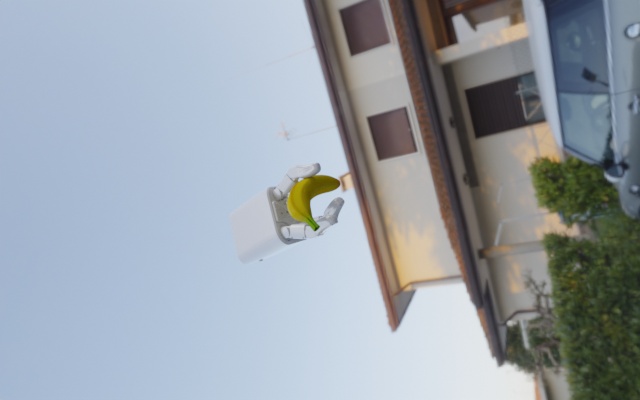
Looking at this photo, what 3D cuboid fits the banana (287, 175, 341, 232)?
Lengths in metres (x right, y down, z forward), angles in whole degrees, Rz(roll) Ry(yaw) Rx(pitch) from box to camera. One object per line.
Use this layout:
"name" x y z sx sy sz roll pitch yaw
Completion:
"banana" -0.015 -0.008 0.812 0.069 0.037 0.197 40 28 -6
